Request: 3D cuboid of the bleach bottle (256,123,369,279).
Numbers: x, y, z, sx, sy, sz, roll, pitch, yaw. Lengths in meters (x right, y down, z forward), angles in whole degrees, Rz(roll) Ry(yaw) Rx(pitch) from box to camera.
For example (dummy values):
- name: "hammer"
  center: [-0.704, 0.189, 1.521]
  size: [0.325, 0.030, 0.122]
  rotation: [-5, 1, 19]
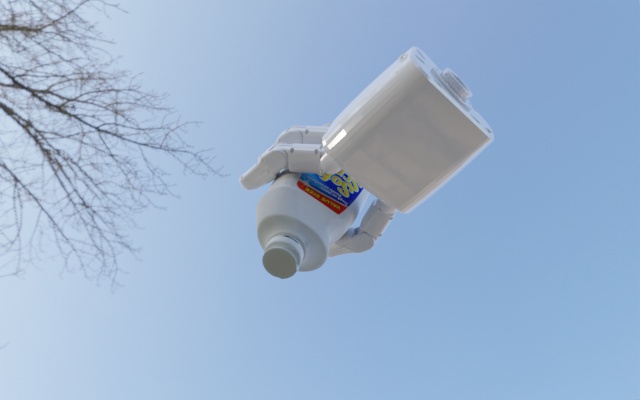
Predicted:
- name: "bleach bottle"
  center: [0.000, 0.002, 0.481]
  size: [0.068, 0.102, 0.250]
  rotation: [-42, 10, 26]
